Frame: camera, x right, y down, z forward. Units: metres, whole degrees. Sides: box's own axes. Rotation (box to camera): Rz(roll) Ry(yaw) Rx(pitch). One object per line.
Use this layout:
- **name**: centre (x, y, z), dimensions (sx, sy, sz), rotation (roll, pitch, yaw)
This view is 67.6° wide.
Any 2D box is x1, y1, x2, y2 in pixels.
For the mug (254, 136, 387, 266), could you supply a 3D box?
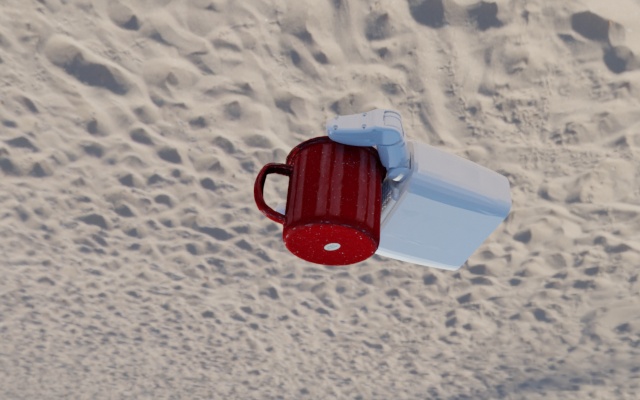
- **mug**: centre (-0.001, 0.001, 0.410), dimensions (0.117, 0.081, 0.093), rotation (15, -34, -15)
